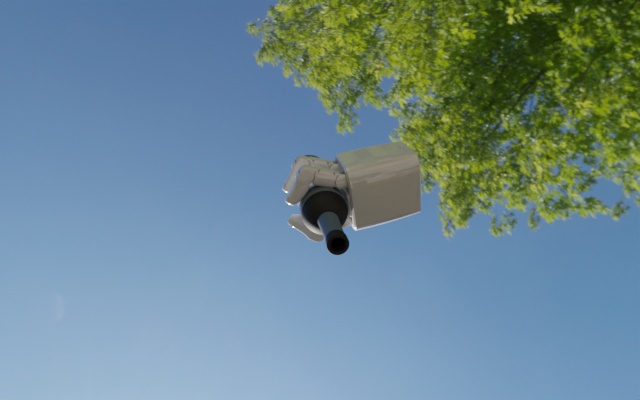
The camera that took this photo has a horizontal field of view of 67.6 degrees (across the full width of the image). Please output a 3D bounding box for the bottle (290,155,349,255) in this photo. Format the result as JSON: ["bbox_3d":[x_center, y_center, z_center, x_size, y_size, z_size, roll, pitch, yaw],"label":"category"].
[{"bbox_3d":[0.000,0.002,0.698,0.069,0.069,0.295,0,20,-9],"label":"bottle"}]
